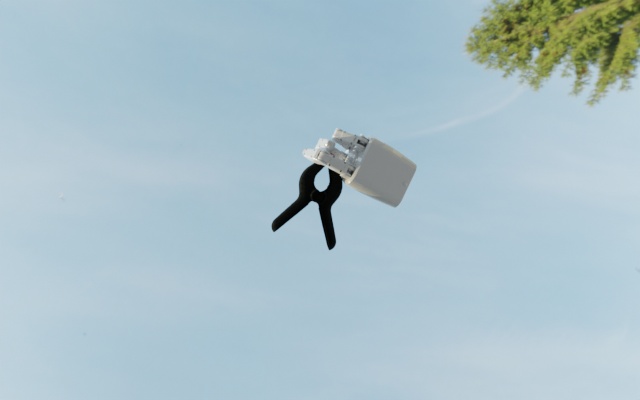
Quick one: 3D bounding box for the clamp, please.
[{"bbox_3d":[0.000,0.003,0.855,0.120,0.171,0.039,28,-2,-17],"label":"clamp"}]
